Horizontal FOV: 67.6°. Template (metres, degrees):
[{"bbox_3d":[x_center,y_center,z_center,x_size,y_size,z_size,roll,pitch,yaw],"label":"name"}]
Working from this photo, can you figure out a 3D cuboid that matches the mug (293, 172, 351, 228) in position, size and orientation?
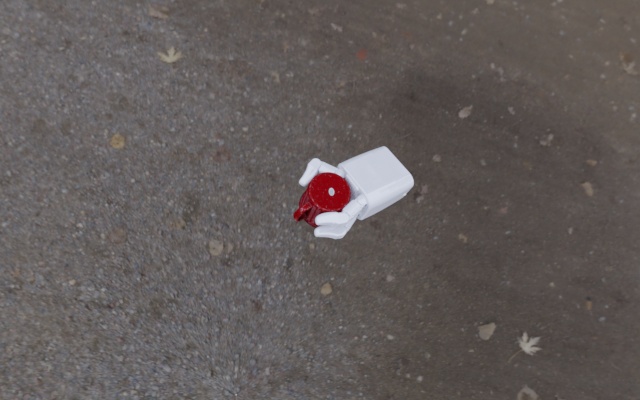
[{"bbox_3d":[-0.001,0.003,0.897,0.117,0.093,0.081,-26,-15,-20],"label":"mug"}]
